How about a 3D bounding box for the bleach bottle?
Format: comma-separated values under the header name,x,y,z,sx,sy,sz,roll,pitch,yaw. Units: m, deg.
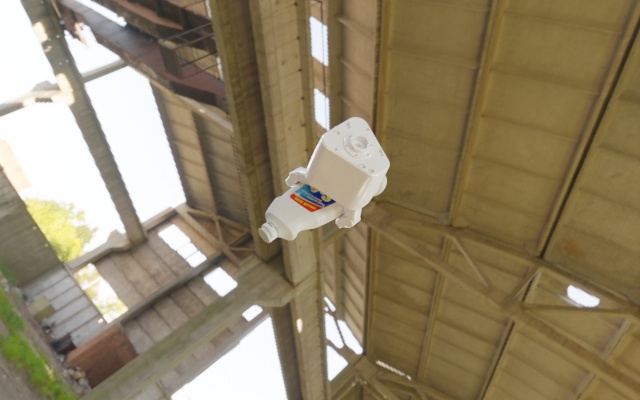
name,x,y,z,sx,sy,sz,roll,pitch,yaw
bleach bottle,0.000,0.003,0.859,0.250,0.102,0.068,-35,-15,-29
